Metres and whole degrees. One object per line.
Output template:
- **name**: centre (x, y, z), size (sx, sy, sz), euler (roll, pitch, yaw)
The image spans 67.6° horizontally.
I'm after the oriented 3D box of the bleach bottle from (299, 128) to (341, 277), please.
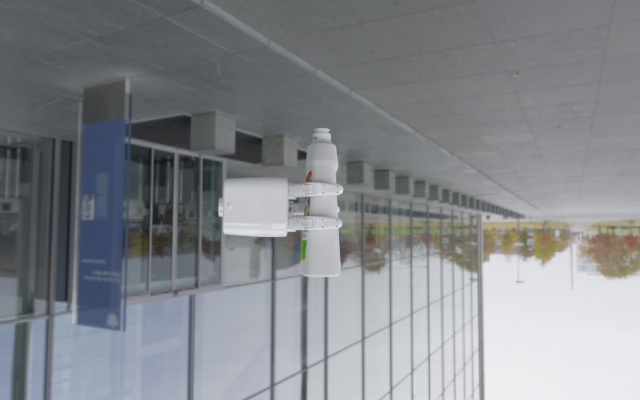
- **bleach bottle**: centre (0.000, 0.003, 0.830), size (0.068, 0.251, 0.102), euler (1, -3, -8)
